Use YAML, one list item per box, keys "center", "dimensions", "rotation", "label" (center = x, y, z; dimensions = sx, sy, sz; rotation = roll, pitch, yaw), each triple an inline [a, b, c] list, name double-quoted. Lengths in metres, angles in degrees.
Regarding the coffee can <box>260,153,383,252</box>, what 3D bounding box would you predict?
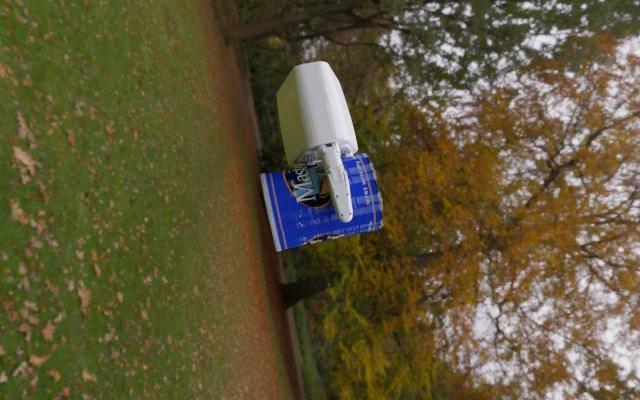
- center: [0.000, 0.002, 0.624]
  dimensions: [0.140, 0.103, 0.103]
  rotation: [-12, 1, -5]
  label: "coffee can"
